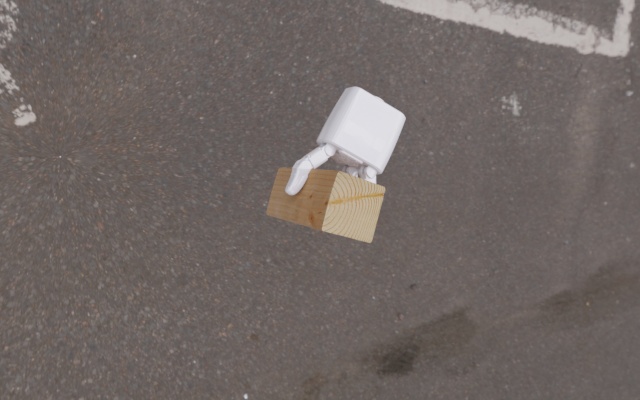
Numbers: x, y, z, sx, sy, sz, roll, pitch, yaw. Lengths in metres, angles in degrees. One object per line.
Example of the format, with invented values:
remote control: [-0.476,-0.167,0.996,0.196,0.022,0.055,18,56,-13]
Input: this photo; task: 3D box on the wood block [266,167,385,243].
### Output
wood block: [0.000,0.002,0.778,0.091,0.090,0.206,17,-4,-29]
